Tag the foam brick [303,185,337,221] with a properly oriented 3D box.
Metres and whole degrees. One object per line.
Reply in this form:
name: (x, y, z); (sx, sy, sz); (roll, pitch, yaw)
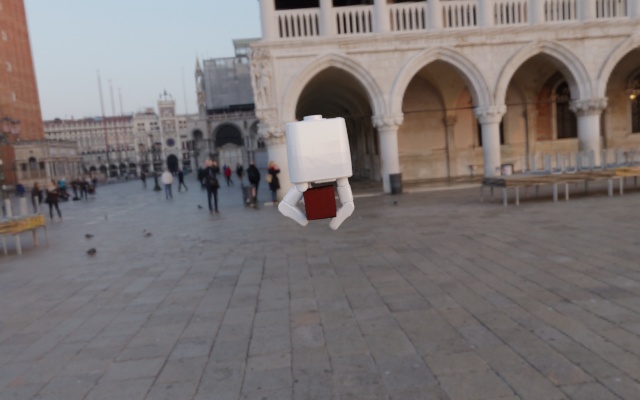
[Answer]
foam brick: (0.000, 0.003, 0.845); (0.053, 0.051, 0.078); (-8, 6, 2)
